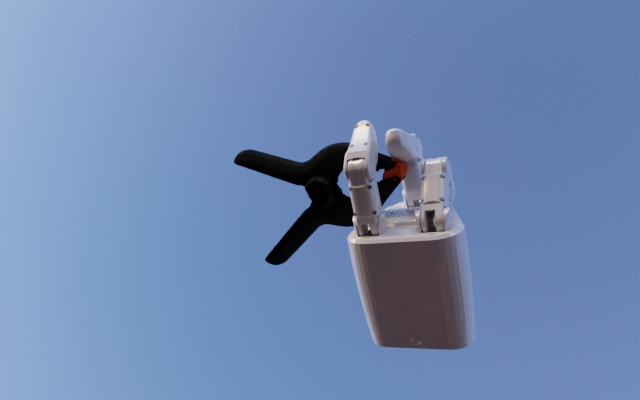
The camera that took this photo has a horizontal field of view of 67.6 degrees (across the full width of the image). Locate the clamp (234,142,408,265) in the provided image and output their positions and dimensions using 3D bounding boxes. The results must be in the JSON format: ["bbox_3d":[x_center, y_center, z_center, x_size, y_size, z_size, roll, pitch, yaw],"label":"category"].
[{"bbox_3d":[0.000,0.001,0.460,0.171,0.120,0.039,-5,15,25],"label":"clamp"}]
